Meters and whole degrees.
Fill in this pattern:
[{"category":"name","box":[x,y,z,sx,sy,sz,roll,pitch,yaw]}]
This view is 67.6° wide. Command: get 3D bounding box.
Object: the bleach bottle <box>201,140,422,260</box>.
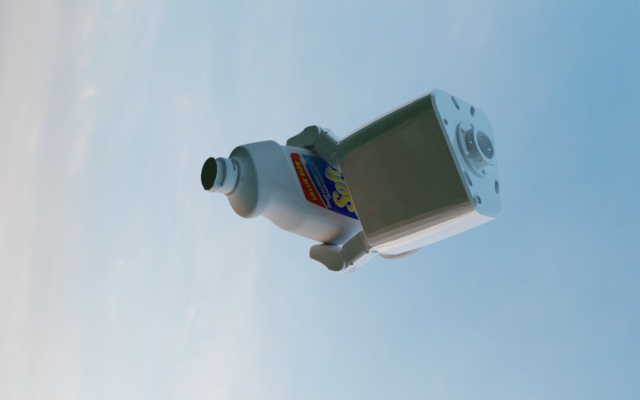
[{"category":"bleach bottle","box":[0.000,0.001,0.479,0.251,0.102,0.068,10,-27,-42]}]
